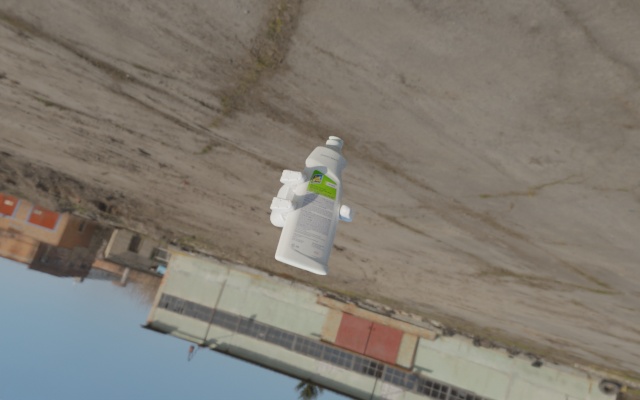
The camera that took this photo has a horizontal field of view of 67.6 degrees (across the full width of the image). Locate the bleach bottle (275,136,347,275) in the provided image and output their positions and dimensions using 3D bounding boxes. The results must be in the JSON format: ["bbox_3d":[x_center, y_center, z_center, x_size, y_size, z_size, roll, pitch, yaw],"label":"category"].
[{"bbox_3d":[0.000,0.003,0.887,0.102,0.250,0.068,21,-13,-14],"label":"bleach bottle"}]
